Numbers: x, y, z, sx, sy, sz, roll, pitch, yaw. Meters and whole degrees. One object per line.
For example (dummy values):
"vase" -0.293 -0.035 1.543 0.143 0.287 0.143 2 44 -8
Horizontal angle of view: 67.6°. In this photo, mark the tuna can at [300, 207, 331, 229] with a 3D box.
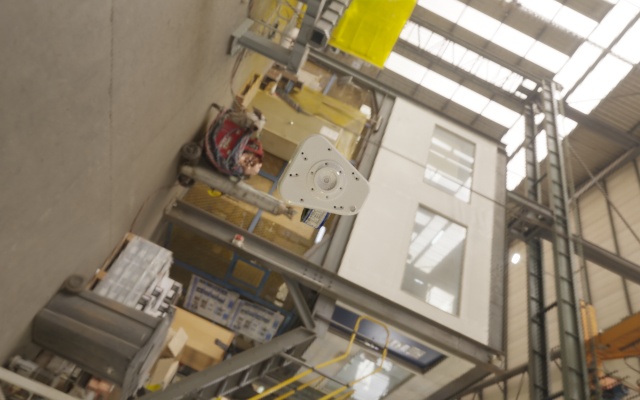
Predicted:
"tuna can" 0.001 0.003 0.771 0.034 0.086 0.086 26 -4 -8
